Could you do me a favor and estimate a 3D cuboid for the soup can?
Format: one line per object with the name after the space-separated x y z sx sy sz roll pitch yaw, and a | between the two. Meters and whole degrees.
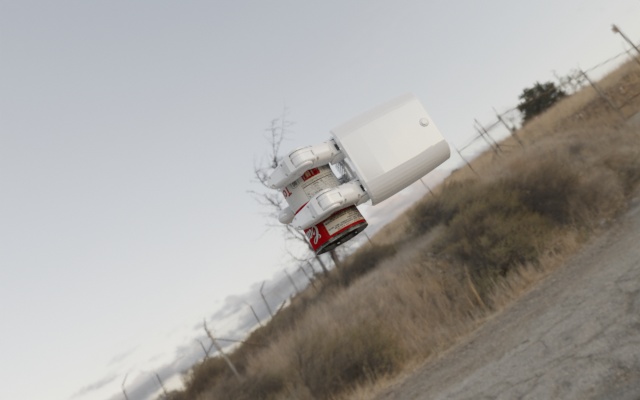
0.000 0.002 0.548 0.068 0.102 0.068 -29 -12 -7 | soup can
